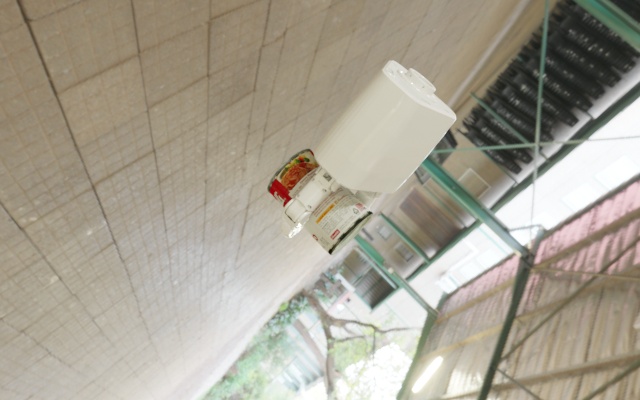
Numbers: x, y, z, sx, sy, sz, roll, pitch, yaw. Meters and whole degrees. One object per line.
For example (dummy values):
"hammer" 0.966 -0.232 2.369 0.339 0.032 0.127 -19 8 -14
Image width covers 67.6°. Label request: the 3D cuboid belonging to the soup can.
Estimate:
"soup can" 0.000 0.002 0.528 0.102 0.068 0.068 45 11 11
